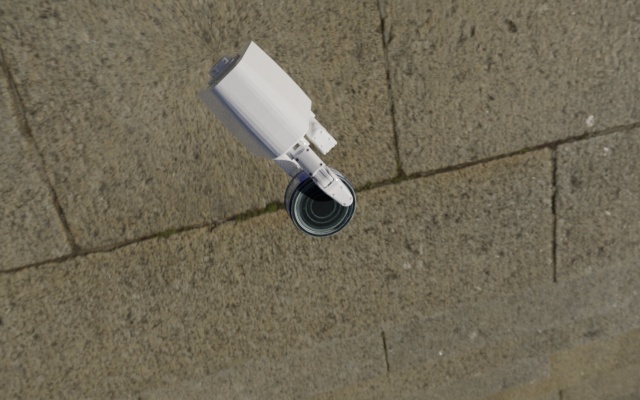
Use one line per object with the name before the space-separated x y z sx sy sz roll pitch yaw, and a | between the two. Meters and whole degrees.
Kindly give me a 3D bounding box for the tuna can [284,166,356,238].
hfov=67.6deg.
tuna can | 0.000 0.002 0.591 0.086 0.086 0.033 0 21 -17
